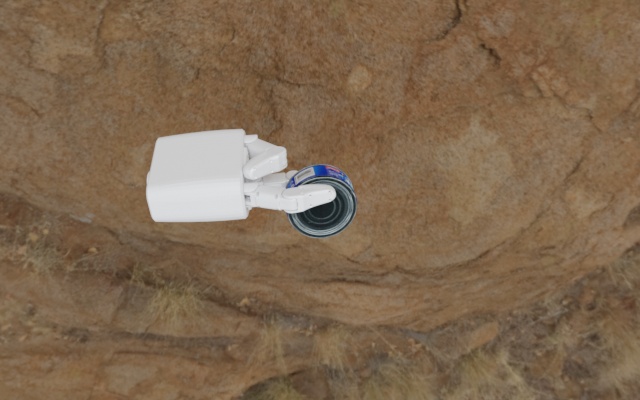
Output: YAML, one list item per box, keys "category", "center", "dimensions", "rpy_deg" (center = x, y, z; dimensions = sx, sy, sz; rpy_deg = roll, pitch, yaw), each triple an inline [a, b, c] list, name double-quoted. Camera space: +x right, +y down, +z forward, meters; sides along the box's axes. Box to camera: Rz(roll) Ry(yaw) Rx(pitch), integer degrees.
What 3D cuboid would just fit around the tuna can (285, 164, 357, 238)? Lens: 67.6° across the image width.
- category: "tuna can"
  center: [0.000, 0.002, 0.570]
  dimensions: [0.086, 0.086, 0.033]
  rpy_deg: [0, 28, -8]
